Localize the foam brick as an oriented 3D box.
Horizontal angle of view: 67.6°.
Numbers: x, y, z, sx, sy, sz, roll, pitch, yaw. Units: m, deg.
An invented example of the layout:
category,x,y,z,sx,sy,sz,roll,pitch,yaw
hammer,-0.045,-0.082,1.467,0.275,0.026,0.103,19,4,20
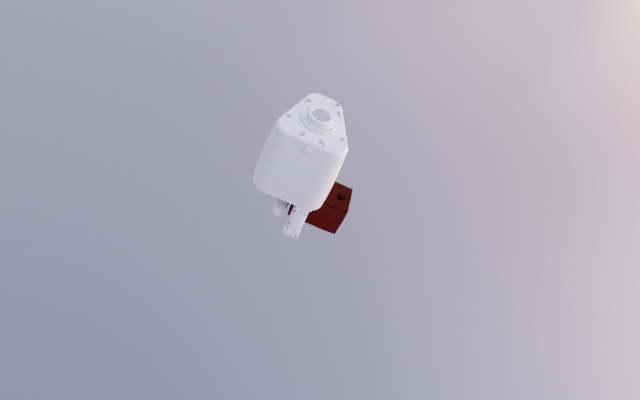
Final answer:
category,x,y,z,sx,sy,sz,roll,pitch,yaw
foam brick,0.000,0.002,0.687,0.078,0.053,0.051,23,-47,-6
